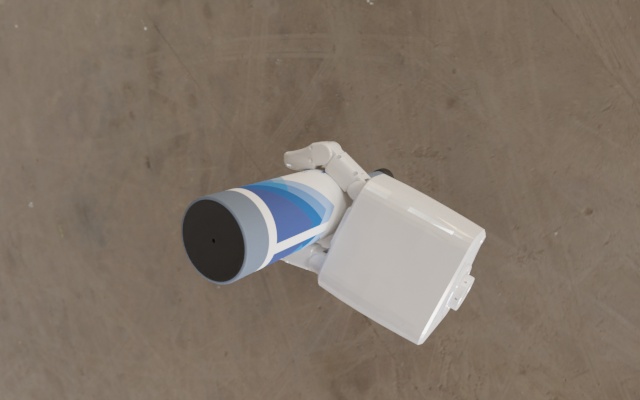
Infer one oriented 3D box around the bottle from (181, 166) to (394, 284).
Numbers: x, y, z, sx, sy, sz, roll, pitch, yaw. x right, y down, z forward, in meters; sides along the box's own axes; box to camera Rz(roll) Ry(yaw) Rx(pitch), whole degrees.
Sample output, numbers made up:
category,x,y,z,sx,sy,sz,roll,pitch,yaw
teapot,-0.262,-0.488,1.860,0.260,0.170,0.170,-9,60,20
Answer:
category,x,y,z,sx,sy,sz,roll,pitch,yaw
bottle,0.000,0.002,0.467,0.069,0.069,0.295,0,11,33
